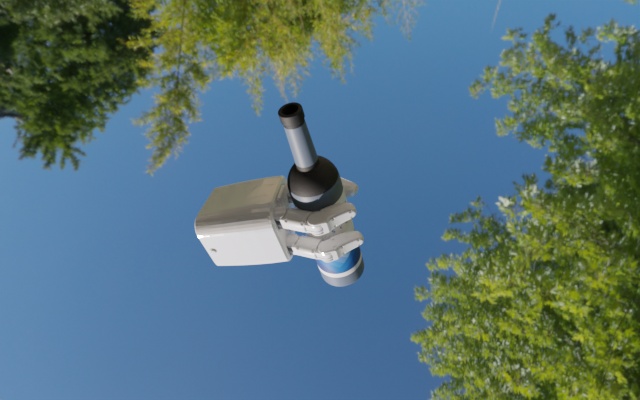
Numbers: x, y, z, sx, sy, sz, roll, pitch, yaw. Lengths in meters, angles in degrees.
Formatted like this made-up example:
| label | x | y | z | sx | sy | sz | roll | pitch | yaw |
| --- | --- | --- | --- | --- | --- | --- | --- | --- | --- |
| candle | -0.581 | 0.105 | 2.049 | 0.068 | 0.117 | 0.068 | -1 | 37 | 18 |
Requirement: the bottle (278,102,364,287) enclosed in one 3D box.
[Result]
| label | x | y | z | sx | sy | sz | roll | pitch | yaw |
| --- | --- | --- | --- | --- | --- | --- | --- | --- | --- |
| bottle | 0.000 | 0.002 | 0.617 | 0.069 | 0.069 | 0.296 | 0 | -43 | 18 |
